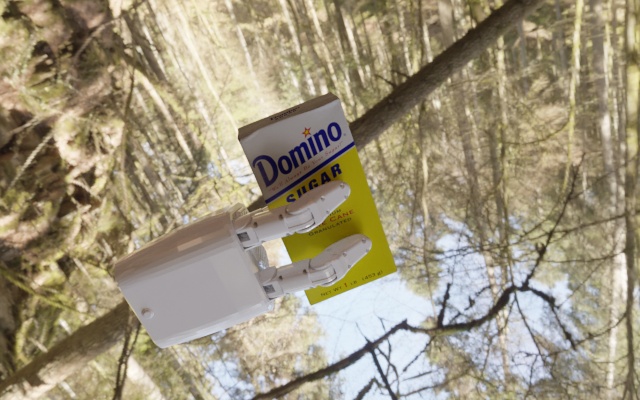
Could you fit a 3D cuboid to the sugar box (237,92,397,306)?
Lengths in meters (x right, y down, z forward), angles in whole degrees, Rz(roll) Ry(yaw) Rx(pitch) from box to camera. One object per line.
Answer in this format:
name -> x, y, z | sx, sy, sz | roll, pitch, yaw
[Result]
sugar box -> 0.000, 0.002, 0.437 | 0.093, 0.176, 0.048 | -22, 23, -1
